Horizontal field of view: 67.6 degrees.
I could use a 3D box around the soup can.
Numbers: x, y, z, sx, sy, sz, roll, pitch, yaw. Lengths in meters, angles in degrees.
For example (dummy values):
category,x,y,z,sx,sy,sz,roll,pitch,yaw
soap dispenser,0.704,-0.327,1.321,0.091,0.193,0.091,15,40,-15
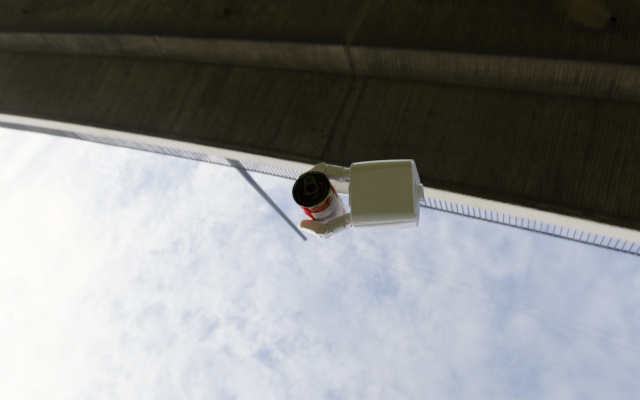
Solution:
category,x,y,z,sx,sy,sz,roll,pitch,yaw
soup can,0.000,0.003,0.828,0.068,0.068,0.102,0,-26,21
